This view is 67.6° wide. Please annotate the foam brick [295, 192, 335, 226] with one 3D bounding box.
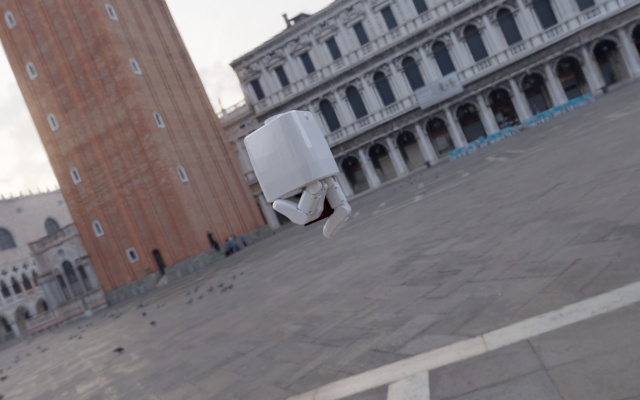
[{"bbox_3d":[0.000,0.003,0.768,0.053,0.051,0.078,-24,0,22],"label":"foam brick"}]
